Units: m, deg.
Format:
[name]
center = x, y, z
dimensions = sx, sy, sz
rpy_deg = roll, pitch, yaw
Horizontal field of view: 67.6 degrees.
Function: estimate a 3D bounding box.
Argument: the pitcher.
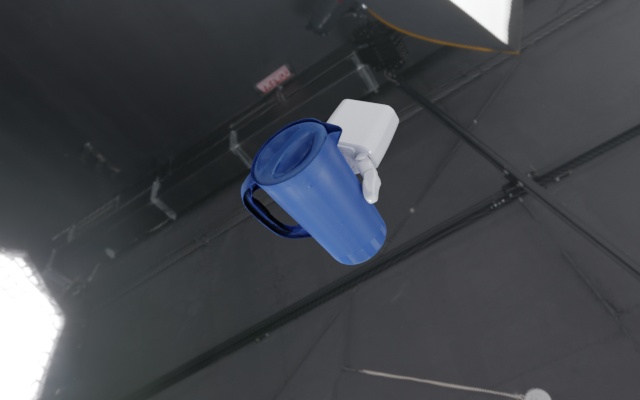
[pitcher]
center = 0.000, 0.002, 0.768
dimensions = 0.149, 0.145, 0.243
rpy_deg = 2, -37, 41
